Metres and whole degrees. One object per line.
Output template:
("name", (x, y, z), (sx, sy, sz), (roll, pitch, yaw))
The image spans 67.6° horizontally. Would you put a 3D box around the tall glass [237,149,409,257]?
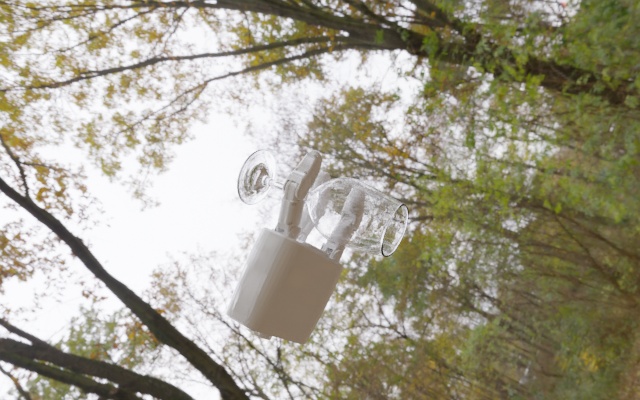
("tall glass", (0.000, 0.001, 0.564), (0.201, 0.079, 0.079), (21, 10, 28))
